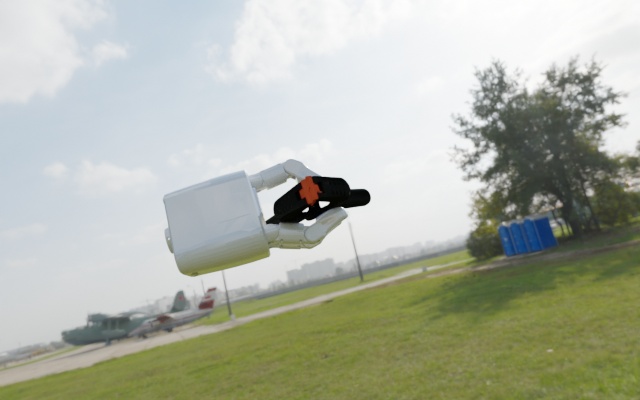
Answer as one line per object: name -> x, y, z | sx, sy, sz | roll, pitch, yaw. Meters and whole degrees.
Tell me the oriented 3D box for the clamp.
clamp -> 0.000, 0.001, 0.599 | 0.164, 0.036, 0.210 | -19, -9, -8
